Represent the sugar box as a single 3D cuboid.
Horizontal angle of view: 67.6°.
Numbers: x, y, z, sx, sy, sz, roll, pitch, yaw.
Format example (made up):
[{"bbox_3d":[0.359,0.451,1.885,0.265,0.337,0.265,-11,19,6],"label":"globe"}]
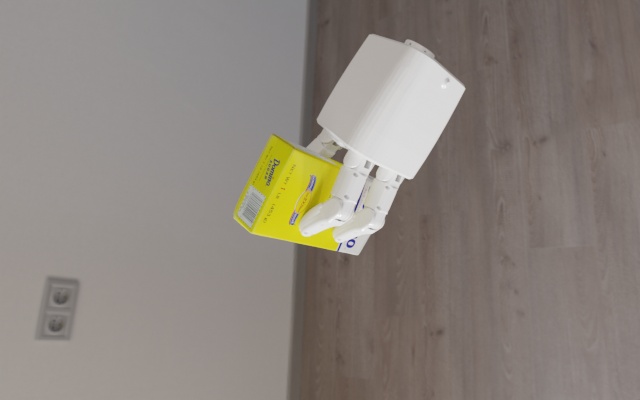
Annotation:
[{"bbox_3d":[0.000,0.002,0.513,0.176,0.093,0.048,18,15,-46],"label":"sugar box"}]
